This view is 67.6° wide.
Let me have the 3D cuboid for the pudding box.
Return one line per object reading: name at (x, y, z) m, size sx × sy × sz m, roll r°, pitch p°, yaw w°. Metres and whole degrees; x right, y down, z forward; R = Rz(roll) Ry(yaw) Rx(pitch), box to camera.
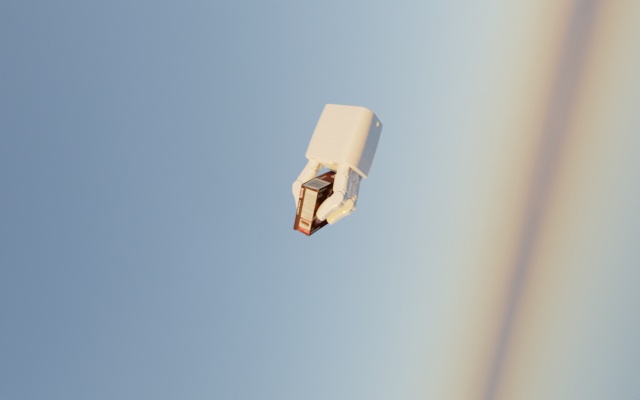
pudding box at (0.000, 0.003, 0.854) m, size 0.039 × 0.090 × 0.113 m, roll 21°, pitch 25°, yaw 24°
